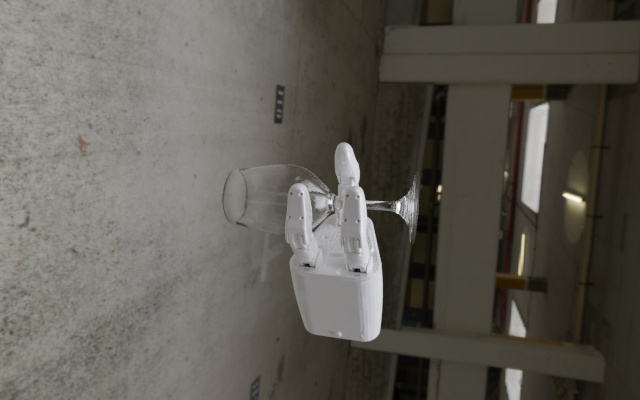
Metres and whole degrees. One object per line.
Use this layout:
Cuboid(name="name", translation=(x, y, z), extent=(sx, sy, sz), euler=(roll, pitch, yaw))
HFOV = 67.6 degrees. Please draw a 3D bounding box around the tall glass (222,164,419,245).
Cuboid(name="tall glass", translation=(0.001, 0.002, 0.507), extent=(0.201, 0.079, 0.079), euler=(4, 1, 15))
